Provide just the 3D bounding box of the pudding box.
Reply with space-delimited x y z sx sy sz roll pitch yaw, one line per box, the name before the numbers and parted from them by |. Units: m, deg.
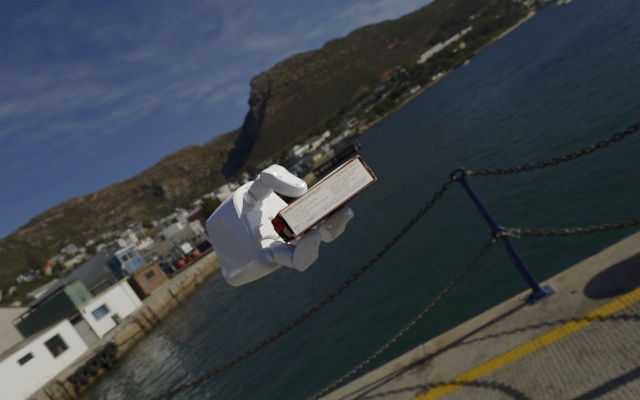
pudding box | 0.000 0.002 0.544 0.113 0.039 0.090 -38 1 -13
